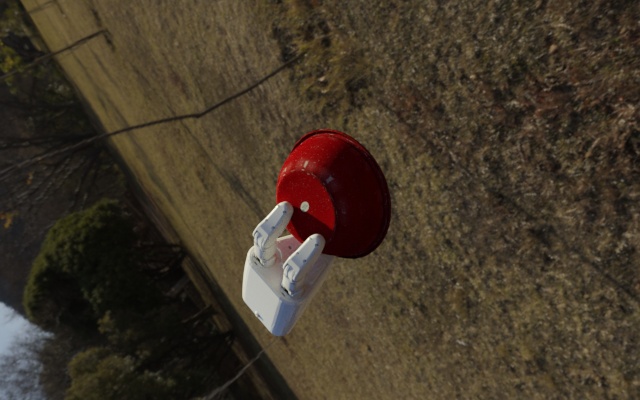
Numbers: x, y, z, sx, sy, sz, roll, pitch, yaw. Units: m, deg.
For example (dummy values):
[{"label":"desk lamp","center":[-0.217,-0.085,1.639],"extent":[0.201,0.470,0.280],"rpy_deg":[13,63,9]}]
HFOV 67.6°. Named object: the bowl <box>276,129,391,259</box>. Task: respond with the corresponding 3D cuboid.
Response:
[{"label":"bowl","center":[0.000,0.001,0.553],"extent":[0.162,0.162,0.055],"rpy_deg":[0,17,43]}]
